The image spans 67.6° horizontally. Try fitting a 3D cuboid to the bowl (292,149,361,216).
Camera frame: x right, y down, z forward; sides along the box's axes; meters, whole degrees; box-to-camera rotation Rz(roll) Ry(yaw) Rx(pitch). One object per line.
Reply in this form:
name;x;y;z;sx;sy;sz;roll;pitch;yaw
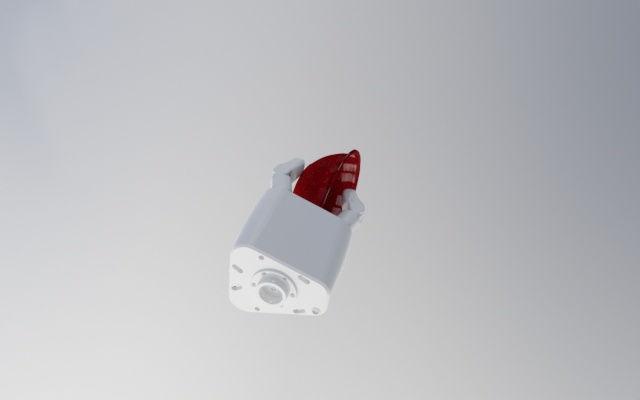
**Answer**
bowl;0.000;0.002;0.637;0.055;0.162;0.162;19;5;15
